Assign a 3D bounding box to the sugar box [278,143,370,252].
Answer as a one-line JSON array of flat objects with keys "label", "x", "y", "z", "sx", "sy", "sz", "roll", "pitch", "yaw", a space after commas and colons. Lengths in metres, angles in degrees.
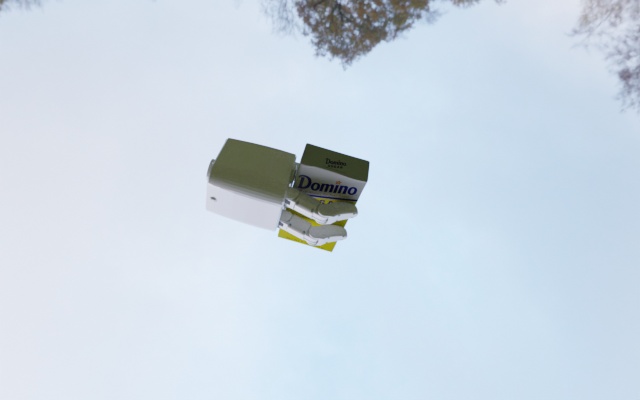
[{"label": "sugar box", "x": 0.000, "y": 0.003, "z": 0.692, "sx": 0.093, "sy": 0.048, "sz": 0.176, "roll": 15, "pitch": -38, "yaw": -5}]
